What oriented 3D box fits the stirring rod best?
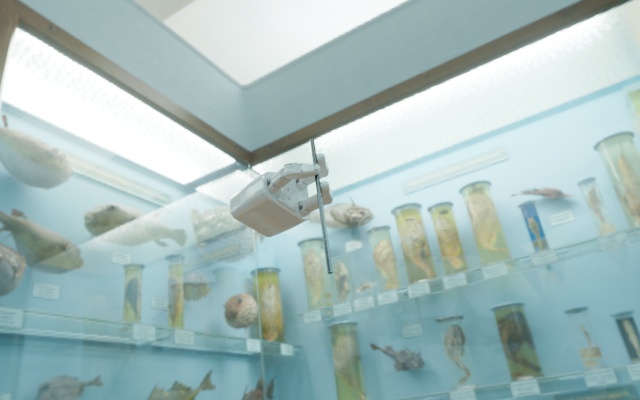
[{"bbox_3d":[0.000,0.003,0.776,0.011,0.239,0.011,-6,-26,-3],"label":"stirring rod"}]
